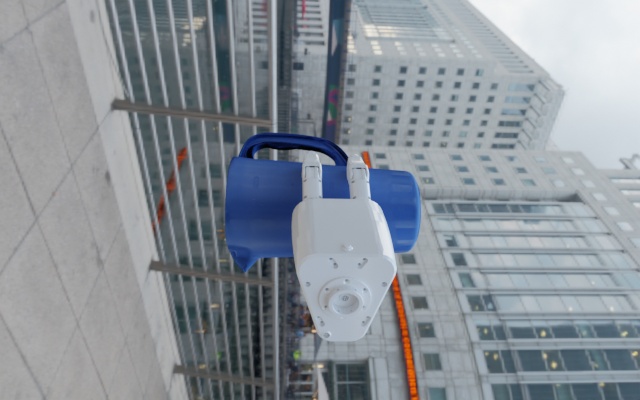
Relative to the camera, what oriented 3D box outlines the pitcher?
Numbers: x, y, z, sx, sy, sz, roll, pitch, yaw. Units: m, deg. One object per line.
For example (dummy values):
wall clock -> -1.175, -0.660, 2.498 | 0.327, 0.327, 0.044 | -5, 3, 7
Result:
pitcher -> 0.000, 0.002, 0.626 | 0.243, 0.149, 0.145 | 1, 25, -3
